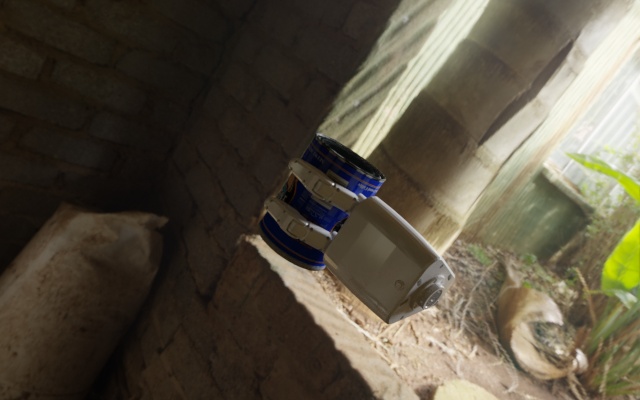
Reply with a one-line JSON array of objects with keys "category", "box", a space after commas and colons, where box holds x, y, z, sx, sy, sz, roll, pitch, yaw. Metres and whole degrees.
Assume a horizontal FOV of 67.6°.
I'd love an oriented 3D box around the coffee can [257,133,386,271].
[{"category": "coffee can", "box": [0.000, 0.002, 0.598, 0.103, 0.140, 0.102, 31, 15, -9]}]
